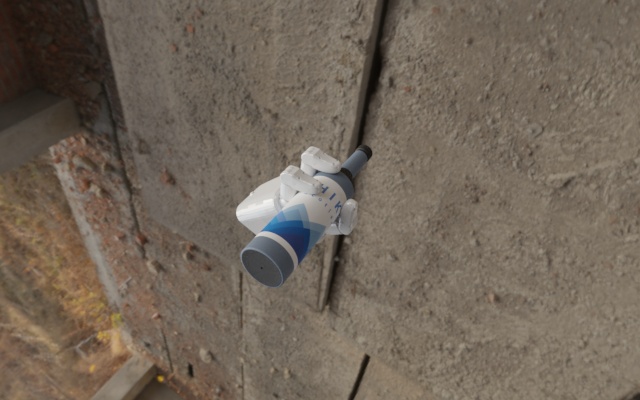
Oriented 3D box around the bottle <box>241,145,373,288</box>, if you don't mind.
[{"bbox_3d":[0.000,0.002,0.695,0.069,0.069,0.295,0,35,38],"label":"bottle"}]
